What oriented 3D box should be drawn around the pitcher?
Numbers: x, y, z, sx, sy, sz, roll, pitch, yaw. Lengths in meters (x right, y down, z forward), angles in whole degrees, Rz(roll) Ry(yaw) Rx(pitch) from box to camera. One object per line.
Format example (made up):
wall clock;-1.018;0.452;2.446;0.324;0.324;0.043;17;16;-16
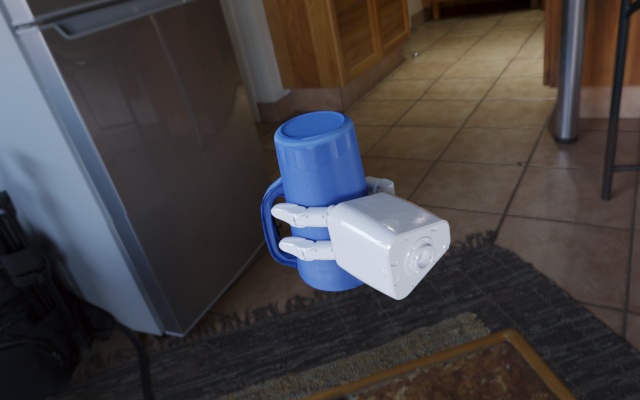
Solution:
pitcher;0.000;0.002;0.694;0.149;0.243;0.145;-29;34;-26
